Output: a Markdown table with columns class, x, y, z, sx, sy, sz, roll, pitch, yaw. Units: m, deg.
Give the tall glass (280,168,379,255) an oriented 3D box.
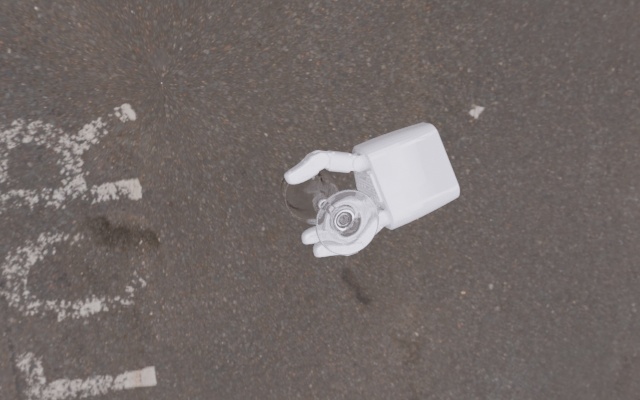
| class | x | y | z | sx | sy | sz | roll | pitch | yaw |
| --- | --- | --- | --- | --- | --- | --- | --- | --- | --- |
| tall glass | 0.000 | 0.002 | 0.614 | 0.079 | 0.079 | 0.201 | 0 | 13 | -19 |
